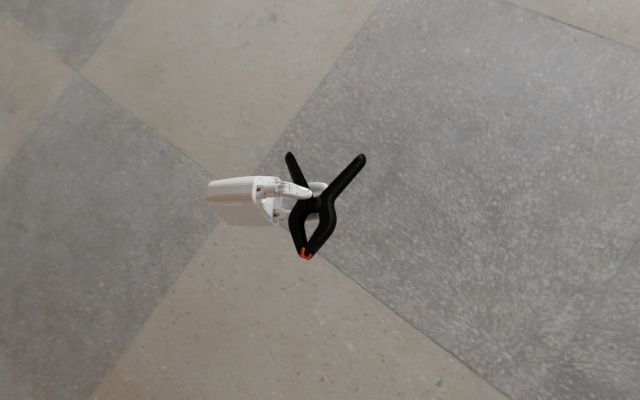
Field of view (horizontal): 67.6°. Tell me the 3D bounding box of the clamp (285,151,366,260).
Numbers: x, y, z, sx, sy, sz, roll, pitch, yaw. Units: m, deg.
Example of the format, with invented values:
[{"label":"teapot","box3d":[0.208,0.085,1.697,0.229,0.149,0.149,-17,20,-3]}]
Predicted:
[{"label":"clamp","box3d":[0.000,0.003,0.867,0.164,0.210,0.036,-3,-18,25]}]
